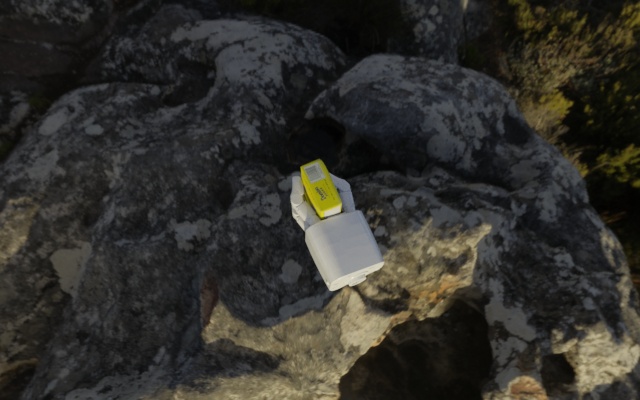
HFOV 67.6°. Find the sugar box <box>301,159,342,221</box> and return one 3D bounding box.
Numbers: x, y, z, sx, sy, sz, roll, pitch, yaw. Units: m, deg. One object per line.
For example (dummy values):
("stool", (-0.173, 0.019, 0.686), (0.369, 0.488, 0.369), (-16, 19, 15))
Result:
("sugar box", (0.000, 0.003, 0.886), (0.048, 0.093, 0.176), (-21, -19, -10))
